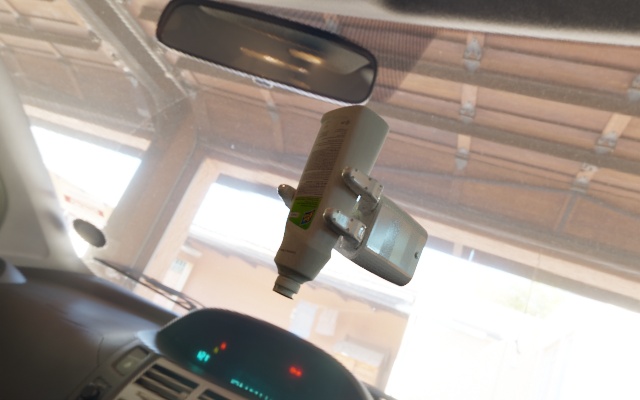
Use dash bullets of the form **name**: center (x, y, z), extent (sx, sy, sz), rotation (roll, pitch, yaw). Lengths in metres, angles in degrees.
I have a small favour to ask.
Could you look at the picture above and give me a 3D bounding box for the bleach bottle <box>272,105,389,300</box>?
- **bleach bottle**: center (0.000, 0.002, 0.604), extent (0.068, 0.250, 0.102), rotation (33, -18, -28)
